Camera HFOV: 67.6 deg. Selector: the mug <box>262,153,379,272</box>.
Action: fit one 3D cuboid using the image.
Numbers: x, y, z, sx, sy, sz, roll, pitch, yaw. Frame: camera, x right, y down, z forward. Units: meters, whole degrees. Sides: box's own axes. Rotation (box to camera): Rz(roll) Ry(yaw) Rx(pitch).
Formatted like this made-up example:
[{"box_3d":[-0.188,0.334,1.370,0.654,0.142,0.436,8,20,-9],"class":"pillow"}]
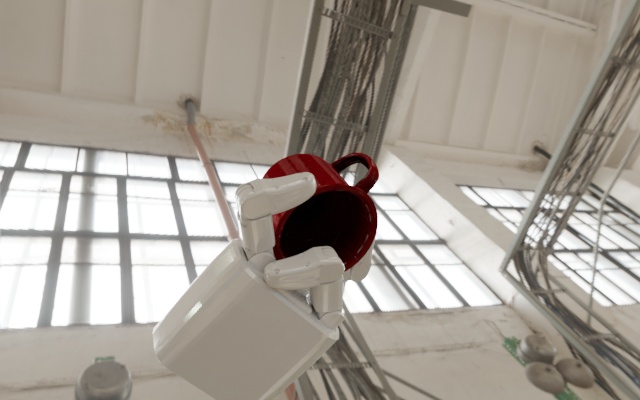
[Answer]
[{"box_3d":[0.001,0.000,0.422,0.093,0.117,0.081,43,6,-36],"class":"mug"}]
